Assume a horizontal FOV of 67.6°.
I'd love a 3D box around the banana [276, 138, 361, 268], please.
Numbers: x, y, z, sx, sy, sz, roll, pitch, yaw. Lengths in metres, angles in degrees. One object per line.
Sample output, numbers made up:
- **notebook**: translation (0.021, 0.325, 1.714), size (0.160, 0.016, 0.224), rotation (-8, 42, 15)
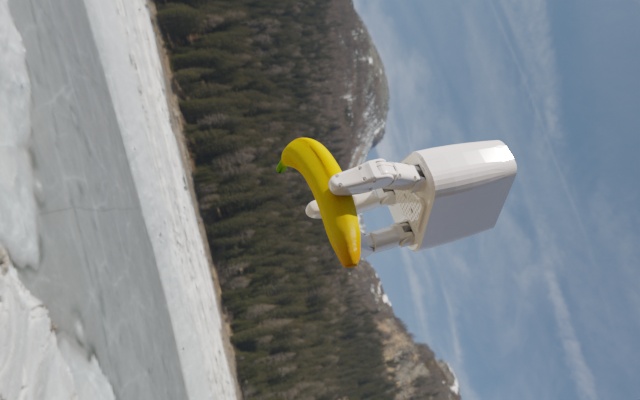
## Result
- **banana**: translation (0.000, -0.016, 0.496), size (0.037, 0.070, 0.197), rotation (-10, 36, -20)
